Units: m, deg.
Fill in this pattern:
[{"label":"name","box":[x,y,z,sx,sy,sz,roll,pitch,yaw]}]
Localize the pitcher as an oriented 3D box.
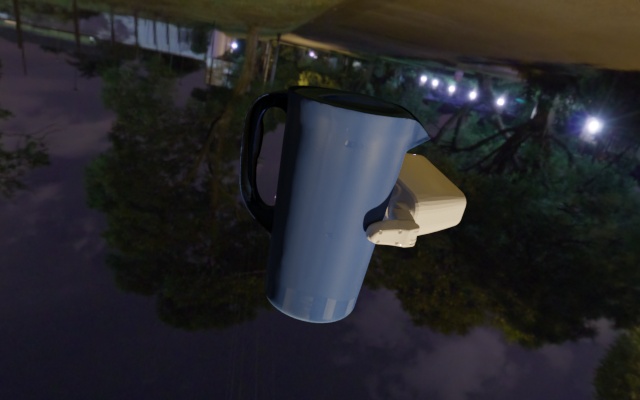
[{"label":"pitcher","box":[0.000,0.002,0.518,0.145,0.243,0.149,-5,26,-41]}]
